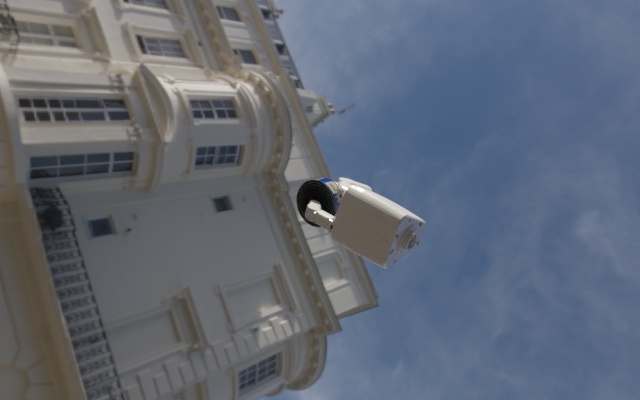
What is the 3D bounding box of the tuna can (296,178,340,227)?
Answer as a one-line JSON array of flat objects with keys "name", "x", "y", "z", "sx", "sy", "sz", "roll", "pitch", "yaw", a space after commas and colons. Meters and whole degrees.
[{"name": "tuna can", "x": 0.000, "y": 0.003, "z": 0.857, "sx": 0.086, "sy": 0.086, "sz": 0.033, "roll": 0, "pitch": 10, "yaw": 37}]
